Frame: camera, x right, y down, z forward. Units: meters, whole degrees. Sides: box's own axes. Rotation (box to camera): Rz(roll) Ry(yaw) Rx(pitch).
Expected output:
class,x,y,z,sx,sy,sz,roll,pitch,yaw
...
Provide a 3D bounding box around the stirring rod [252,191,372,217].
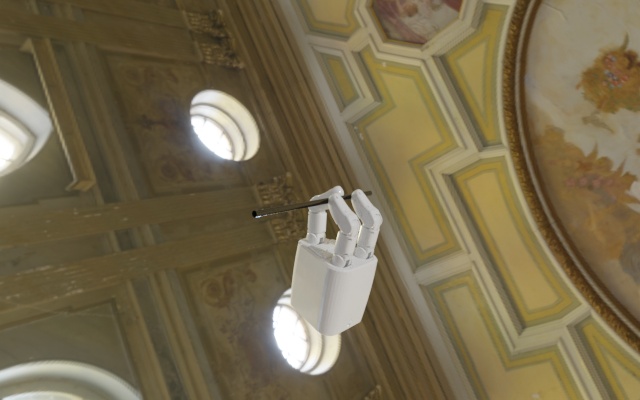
class,x,y,z,sx,sy,sz,roll,pitch,yaw
stirring rod,0.000,0.002,0.636,0.011,0.011,0.239,0,6,39
